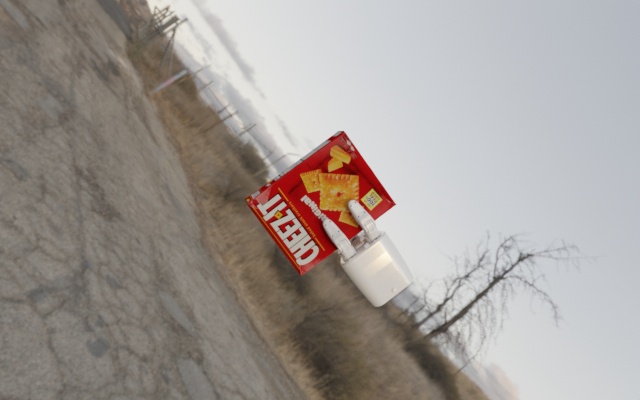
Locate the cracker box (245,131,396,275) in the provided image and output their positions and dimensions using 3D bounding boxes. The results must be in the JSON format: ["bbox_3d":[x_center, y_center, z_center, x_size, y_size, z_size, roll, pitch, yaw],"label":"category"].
[{"bbox_3d":[0.000,0.003,0.850,0.213,0.164,0.072,-36,11,-4],"label":"cracker box"}]
